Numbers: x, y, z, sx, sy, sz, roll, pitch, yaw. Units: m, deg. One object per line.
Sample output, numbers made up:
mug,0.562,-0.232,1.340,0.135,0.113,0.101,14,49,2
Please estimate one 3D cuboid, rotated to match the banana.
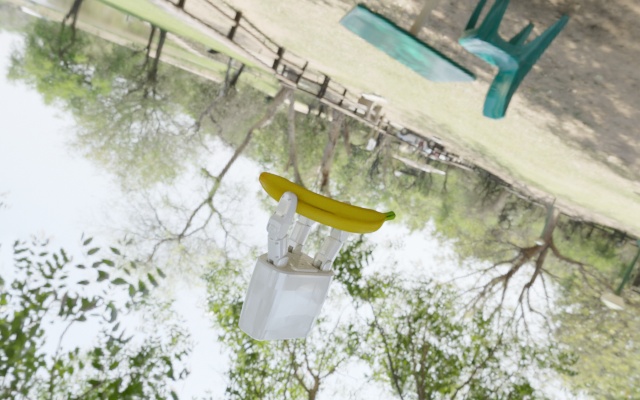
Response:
banana,0.000,0.006,0.635,0.198,0.037,0.069,19,13,7
